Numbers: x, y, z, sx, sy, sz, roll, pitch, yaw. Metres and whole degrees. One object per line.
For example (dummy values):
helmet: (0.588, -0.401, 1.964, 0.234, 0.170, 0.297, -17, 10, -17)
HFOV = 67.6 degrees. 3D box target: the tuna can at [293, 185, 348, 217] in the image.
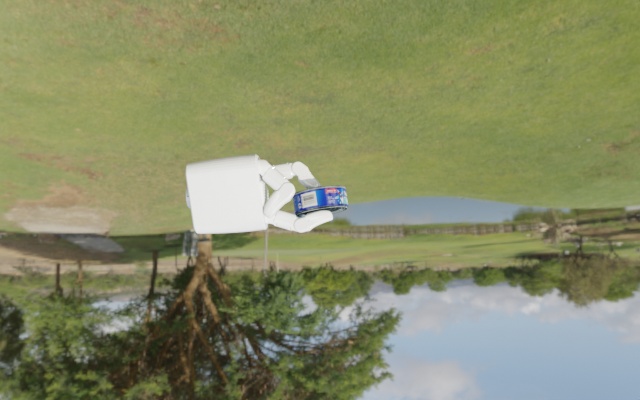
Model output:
tuna can: (0.000, 0.003, 0.752, 0.086, 0.033, 0.086, -9, -9, -1)
